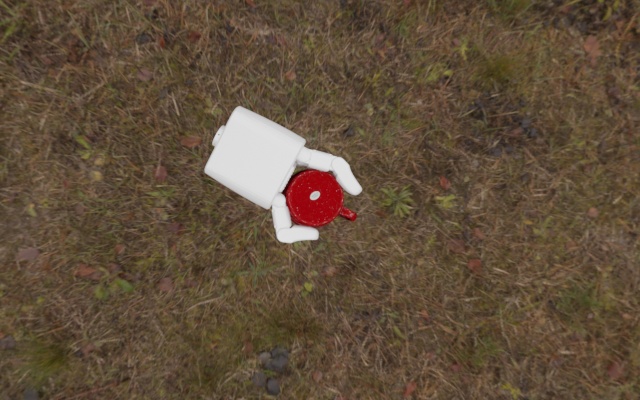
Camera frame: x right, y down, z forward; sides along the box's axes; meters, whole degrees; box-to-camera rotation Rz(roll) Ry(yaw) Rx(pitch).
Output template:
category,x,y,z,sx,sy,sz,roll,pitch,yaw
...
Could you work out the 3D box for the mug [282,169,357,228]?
category,x,y,z,sx,sy,sz,roll,pitch,yaw
mug,0.001,0.003,0.706,0.117,0.093,0.081,28,-3,-5
